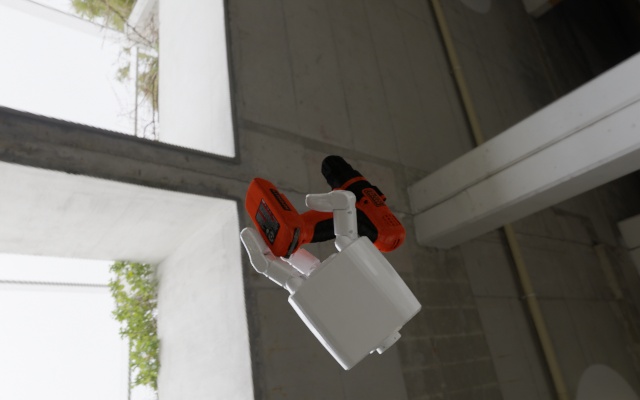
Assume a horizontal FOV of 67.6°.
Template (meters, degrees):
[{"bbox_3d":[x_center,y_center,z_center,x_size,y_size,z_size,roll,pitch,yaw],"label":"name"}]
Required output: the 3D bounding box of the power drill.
[{"bbox_3d":[0.000,0.002,0.637,0.187,0.057,0.184,-7,43,-34],"label":"power drill"}]
